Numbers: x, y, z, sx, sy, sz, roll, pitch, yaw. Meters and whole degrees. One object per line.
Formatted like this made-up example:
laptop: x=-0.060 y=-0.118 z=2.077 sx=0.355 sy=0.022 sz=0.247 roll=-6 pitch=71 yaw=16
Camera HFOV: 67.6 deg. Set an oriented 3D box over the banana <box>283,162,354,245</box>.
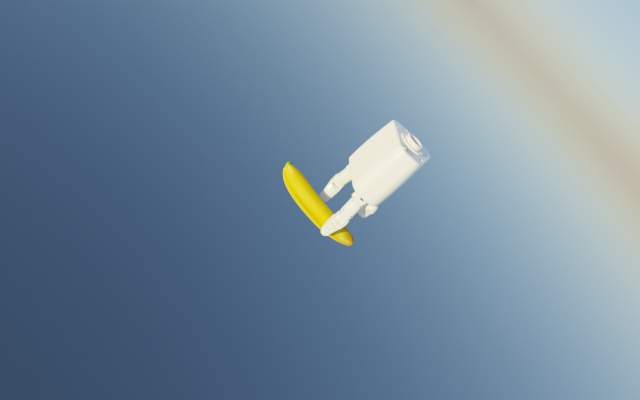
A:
banana: x=-0.011 y=0.003 z=0.853 sx=0.037 sy=0.197 sz=0.069 roll=-43 pitch=-13 yaw=27
